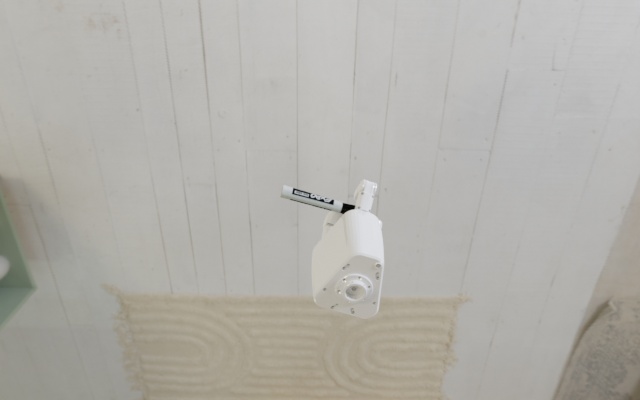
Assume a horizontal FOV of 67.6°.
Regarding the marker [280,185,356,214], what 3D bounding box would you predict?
[{"bbox_3d":[0.000,0.002,0.711,0.121,0.020,0.020,16,-2,-8],"label":"marker"}]
